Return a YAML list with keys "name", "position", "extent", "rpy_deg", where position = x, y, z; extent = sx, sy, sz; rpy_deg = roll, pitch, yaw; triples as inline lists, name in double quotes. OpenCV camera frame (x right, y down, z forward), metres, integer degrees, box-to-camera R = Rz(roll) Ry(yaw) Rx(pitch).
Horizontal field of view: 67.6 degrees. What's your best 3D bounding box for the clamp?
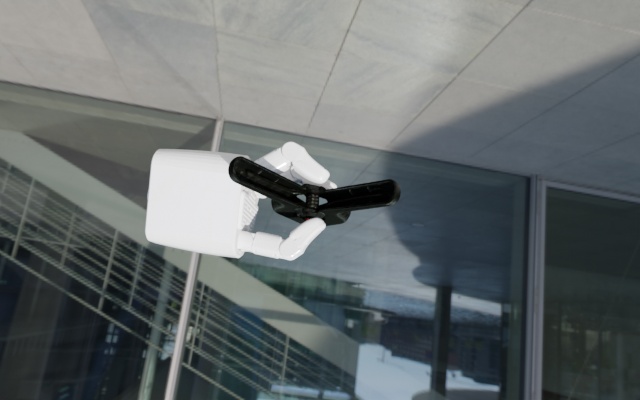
- name: "clamp"
  position: [0.000, 0.003, 0.535]
  extent: [0.164, 0.036, 0.210]
  rpy_deg: [8, -13, 6]
